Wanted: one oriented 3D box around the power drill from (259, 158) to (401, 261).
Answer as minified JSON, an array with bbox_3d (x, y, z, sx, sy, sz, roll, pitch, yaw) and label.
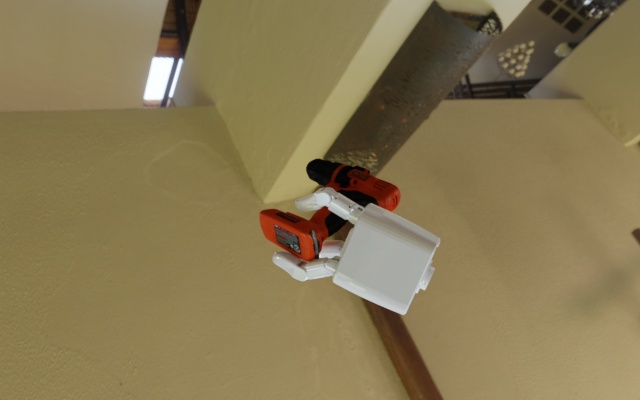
[{"bbox_3d":[0.000,0.003,0.730,0.184,0.057,0.187,23,46,39],"label":"power drill"}]
